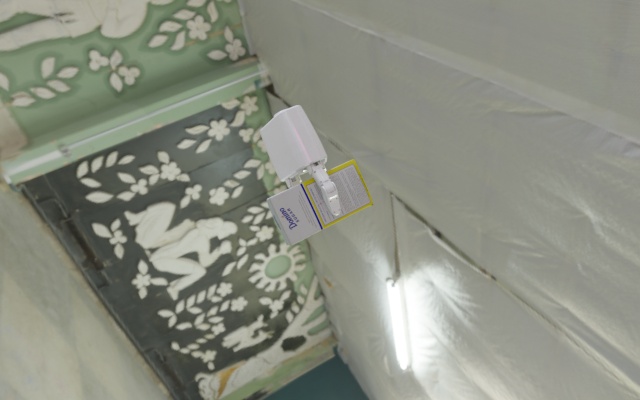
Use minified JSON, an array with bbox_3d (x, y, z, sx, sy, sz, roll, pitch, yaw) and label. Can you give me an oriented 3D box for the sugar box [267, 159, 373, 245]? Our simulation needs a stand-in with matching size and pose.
[{"bbox_3d":[0.000,0.003,0.864,0.176,0.093,0.048,-25,2,-15],"label":"sugar box"}]
